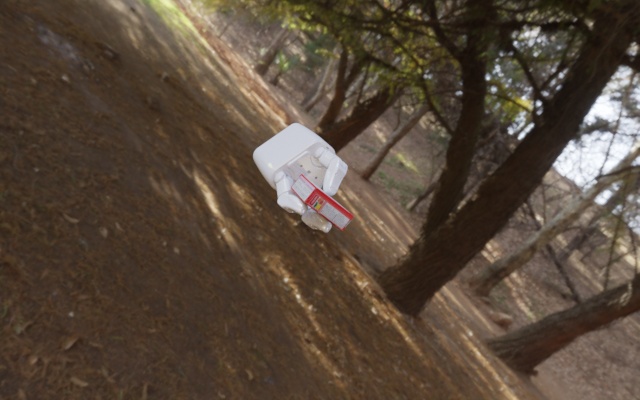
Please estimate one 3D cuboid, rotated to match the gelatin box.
[{"bbox_3d":[0.001,0.002,0.694,0.073,0.030,0.089,38,2,-23],"label":"gelatin box"}]
